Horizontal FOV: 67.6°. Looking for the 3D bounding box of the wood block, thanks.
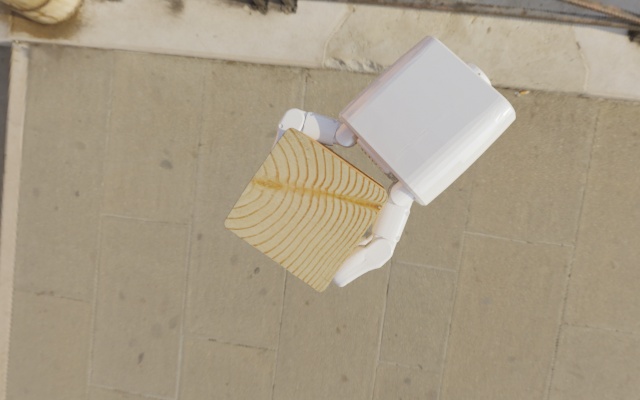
[{"bbox_3d":[0.000,0.001,0.443,0.091,0.090,0.206,35,6,4],"label":"wood block"}]
